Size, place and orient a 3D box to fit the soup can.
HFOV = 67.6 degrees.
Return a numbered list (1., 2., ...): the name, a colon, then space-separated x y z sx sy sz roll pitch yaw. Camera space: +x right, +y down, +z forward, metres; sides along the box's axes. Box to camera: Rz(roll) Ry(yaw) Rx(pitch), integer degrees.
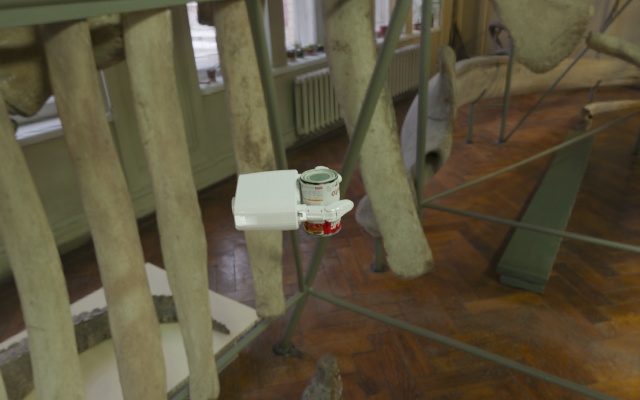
1. soup can: 0.001 0.002 0.834 0.068 0.102 0.068 -3 25 1
